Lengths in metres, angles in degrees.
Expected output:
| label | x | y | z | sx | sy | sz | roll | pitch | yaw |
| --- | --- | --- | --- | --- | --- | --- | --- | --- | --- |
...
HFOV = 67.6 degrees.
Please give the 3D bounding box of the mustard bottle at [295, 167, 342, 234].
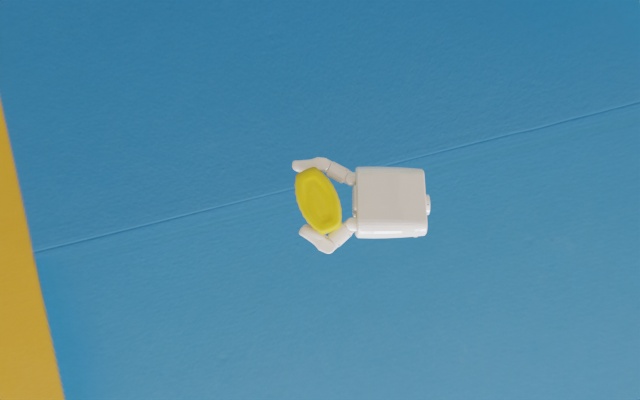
| label | x | y | z | sx | sy | sz | roll | pitch | yaw |
| --- | --- | --- | --- | --- | --- | --- | --- | --- | --- |
| mustard bottle | 0.000 | 0.003 | 0.765 | 0.058 | 0.096 | 0.191 | -25 | -2 | 1 |
